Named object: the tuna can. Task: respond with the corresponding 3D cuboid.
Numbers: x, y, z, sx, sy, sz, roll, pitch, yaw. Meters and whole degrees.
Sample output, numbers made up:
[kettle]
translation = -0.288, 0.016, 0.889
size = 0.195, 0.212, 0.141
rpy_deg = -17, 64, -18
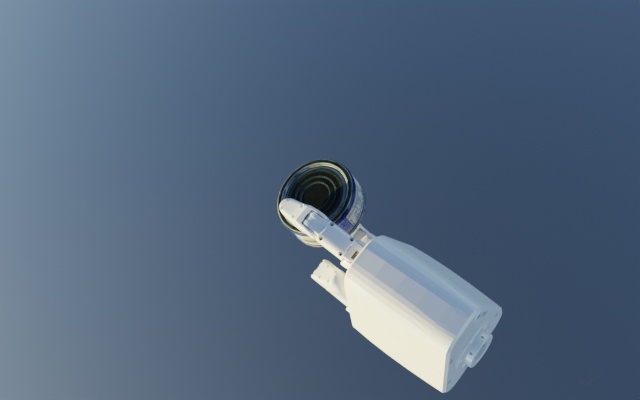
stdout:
[tuna can]
translation = 0.000, 0.001, 0.482
size = 0.086, 0.086, 0.034
rpy_deg = 0, -26, 27
